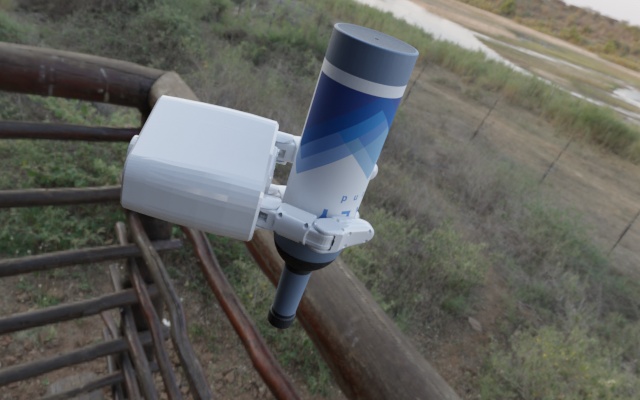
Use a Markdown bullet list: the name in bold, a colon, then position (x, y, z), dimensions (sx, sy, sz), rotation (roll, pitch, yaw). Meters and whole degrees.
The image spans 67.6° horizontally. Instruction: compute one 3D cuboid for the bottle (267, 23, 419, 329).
- **bottle**: position (0.000, 0.001, 0.425), dimensions (0.069, 0.296, 0.069), rotation (14, 29, -8)
